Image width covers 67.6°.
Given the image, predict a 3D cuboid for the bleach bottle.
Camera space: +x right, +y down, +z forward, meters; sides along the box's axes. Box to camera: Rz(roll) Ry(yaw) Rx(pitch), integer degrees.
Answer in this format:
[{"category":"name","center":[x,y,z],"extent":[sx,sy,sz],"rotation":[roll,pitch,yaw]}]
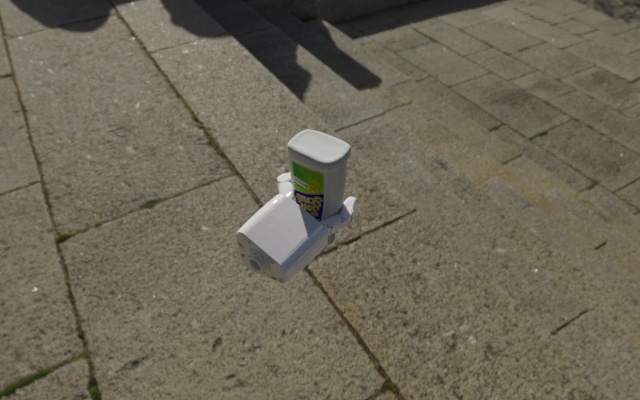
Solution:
[{"category":"bleach bottle","center":[0.000,0.003,0.835],"extent":[0.102,0.251,0.068],"rotation":[26,51,27]}]
